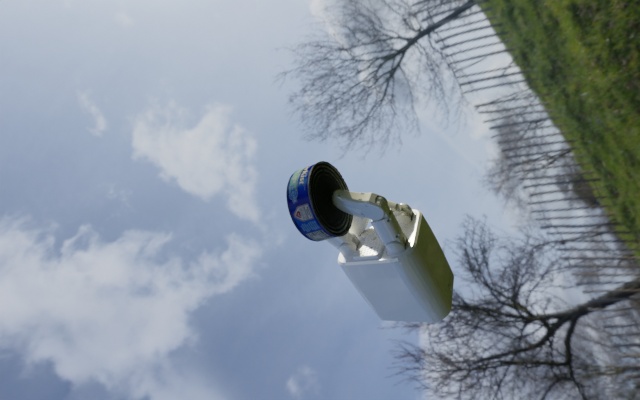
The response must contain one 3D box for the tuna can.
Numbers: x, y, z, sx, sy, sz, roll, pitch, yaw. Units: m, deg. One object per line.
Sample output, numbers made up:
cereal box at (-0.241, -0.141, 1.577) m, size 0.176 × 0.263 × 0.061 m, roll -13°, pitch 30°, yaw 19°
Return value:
tuna can at (0.000, 0.002, 0.532) m, size 0.034 × 0.086 × 0.086 m, roll -17°, pitch -9°, yaw 31°
